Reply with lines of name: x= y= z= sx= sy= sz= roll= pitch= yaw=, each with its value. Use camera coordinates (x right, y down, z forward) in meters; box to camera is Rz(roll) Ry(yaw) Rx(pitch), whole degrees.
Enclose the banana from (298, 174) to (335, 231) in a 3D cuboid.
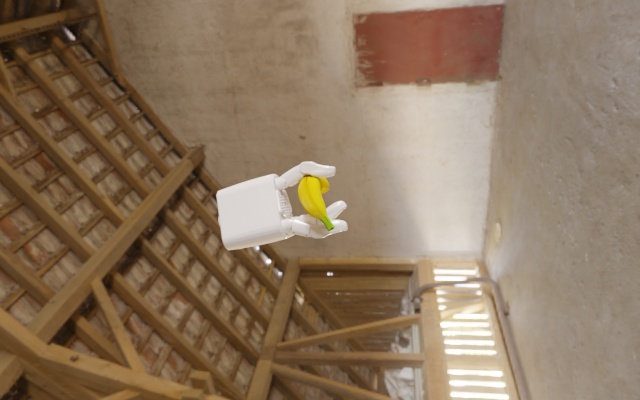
banana: x=-0.009 y=-0.011 z=0.804 sx=0.037 sy=0.070 sz=0.197 roll=-28 pitch=19 yaw=11
